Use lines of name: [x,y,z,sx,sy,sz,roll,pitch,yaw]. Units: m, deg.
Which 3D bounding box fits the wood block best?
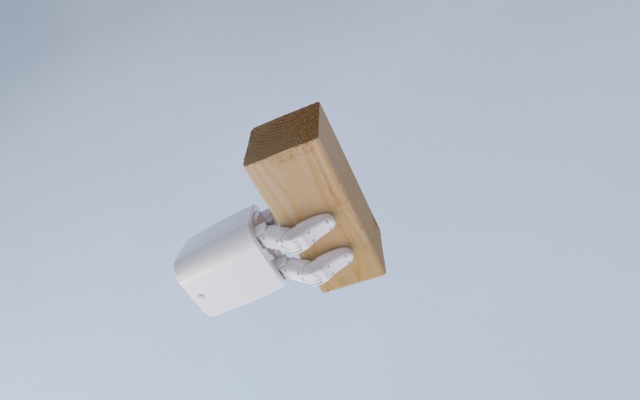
wood block: [0.000,0.002,0.574,0.090,0.206,0.090,-20,34,13]
